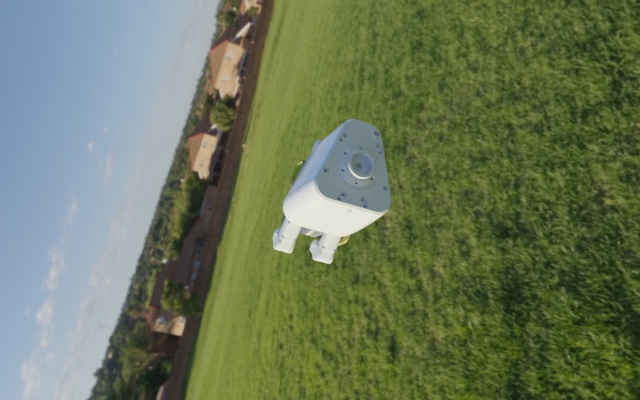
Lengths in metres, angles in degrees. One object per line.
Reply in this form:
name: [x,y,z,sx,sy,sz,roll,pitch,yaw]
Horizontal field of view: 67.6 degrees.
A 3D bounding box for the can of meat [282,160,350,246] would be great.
can of meat: [0.000,0.002,0.657,0.084,0.102,0.057,16,-17,-17]
